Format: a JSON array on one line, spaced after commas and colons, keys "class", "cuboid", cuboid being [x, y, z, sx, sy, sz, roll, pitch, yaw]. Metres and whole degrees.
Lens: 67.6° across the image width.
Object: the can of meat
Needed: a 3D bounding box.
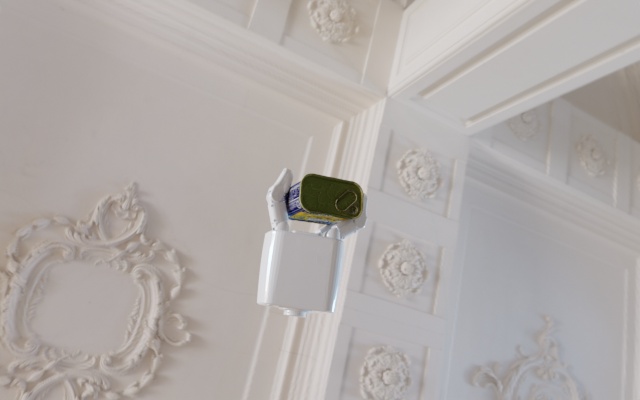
[{"class": "can of meat", "cuboid": [0.000, 0.002, 0.721, 0.102, 0.057, 0.084, 10, -16, -24]}]
